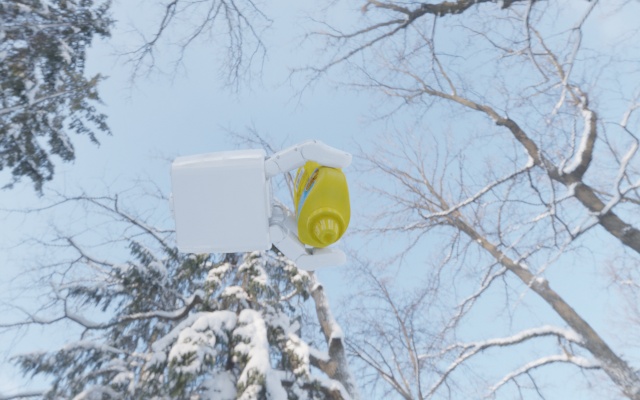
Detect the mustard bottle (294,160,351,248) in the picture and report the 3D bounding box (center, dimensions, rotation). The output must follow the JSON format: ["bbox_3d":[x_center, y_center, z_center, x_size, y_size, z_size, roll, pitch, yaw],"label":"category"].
[{"bbox_3d":[0.000,0.002,0.579,0.058,0.096,0.191,18,19,-11],"label":"mustard bottle"}]
